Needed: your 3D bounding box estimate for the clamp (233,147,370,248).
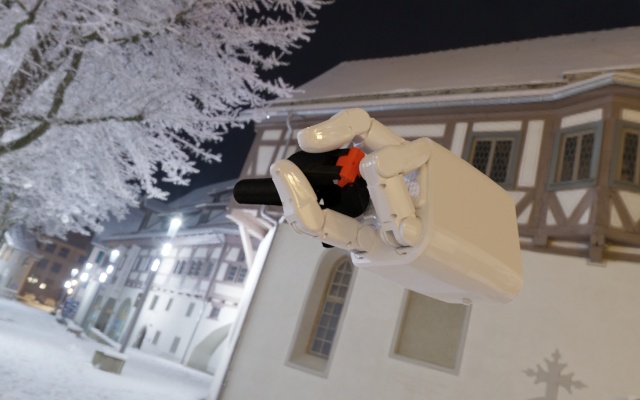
[{"bbox_3d":[0.000,0.001,0.429,0.120,0.039,0.171,26,-21,-23],"label":"clamp"}]
